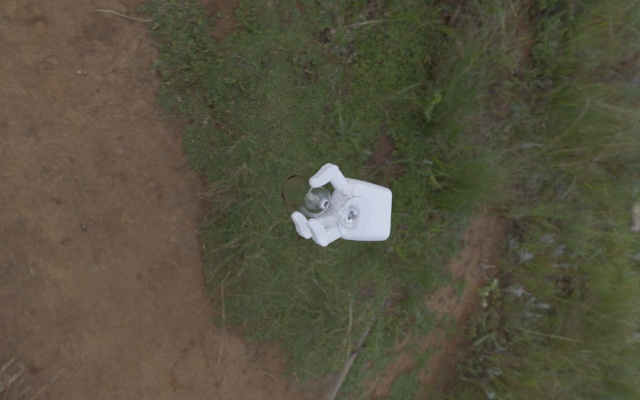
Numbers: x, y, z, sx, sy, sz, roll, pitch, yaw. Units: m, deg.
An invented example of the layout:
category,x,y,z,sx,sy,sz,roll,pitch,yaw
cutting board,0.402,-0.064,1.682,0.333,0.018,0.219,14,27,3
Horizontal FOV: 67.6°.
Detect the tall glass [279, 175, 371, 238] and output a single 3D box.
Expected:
category,x,y,z,sx,sy,sz,roll,pitch,yaw
tall glass,0.000,0.003,0.891,0.079,0.079,0.201,0,15,-37
